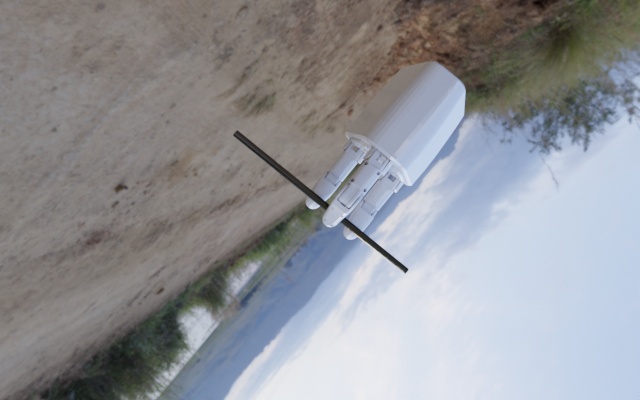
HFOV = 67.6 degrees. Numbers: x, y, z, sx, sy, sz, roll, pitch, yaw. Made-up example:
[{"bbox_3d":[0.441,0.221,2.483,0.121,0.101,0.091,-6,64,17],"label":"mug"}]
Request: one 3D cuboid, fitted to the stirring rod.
[{"bbox_3d":[0.000,0.002,0.522,0.239,0.011,0.011,39,1,1],"label":"stirring rod"}]
